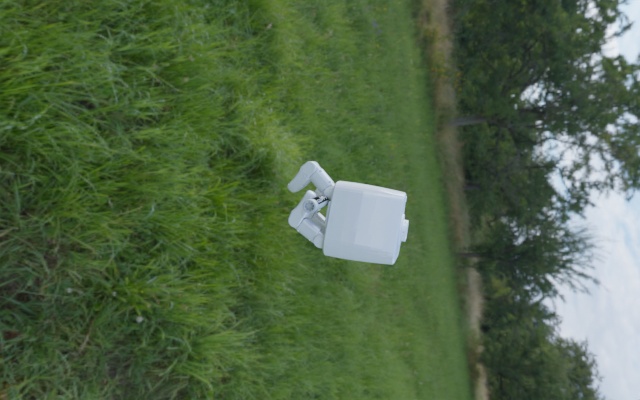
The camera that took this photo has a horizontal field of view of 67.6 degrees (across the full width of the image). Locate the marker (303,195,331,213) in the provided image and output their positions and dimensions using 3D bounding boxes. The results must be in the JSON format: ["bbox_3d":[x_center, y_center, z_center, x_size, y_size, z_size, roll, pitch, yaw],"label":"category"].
[{"bbox_3d":[0.000,0.002,0.707,0.020,0.020,0.121,0,6,15],"label":"marker"}]
